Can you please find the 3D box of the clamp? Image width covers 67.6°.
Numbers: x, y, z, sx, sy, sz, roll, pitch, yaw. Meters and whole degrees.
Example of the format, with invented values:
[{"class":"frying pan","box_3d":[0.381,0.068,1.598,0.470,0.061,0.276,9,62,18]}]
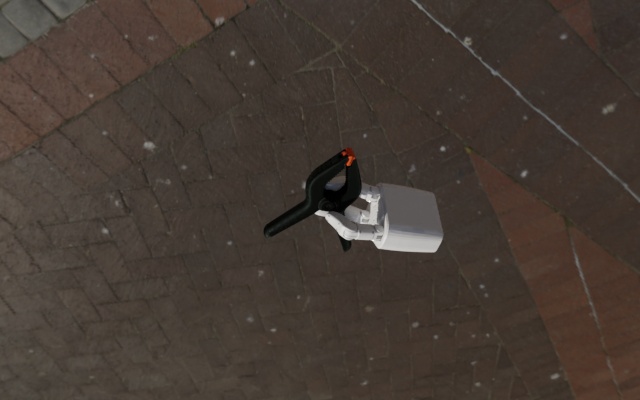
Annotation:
[{"class":"clamp","box_3d":[0.001,0.003,0.799,0.164,0.210,0.036,6,37,-17]}]
